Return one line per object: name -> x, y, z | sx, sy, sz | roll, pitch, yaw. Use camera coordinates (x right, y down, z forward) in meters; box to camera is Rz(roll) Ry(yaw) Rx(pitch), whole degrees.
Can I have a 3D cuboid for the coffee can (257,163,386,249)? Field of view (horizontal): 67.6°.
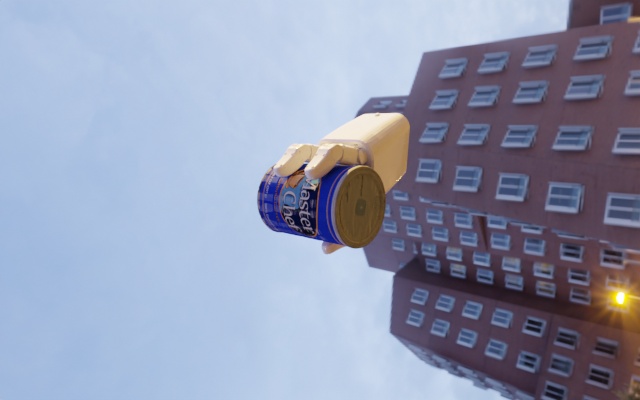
coffee can -> 0.000, 0.002, 0.633 | 0.140, 0.103, 0.103 | 8, 5, 42
